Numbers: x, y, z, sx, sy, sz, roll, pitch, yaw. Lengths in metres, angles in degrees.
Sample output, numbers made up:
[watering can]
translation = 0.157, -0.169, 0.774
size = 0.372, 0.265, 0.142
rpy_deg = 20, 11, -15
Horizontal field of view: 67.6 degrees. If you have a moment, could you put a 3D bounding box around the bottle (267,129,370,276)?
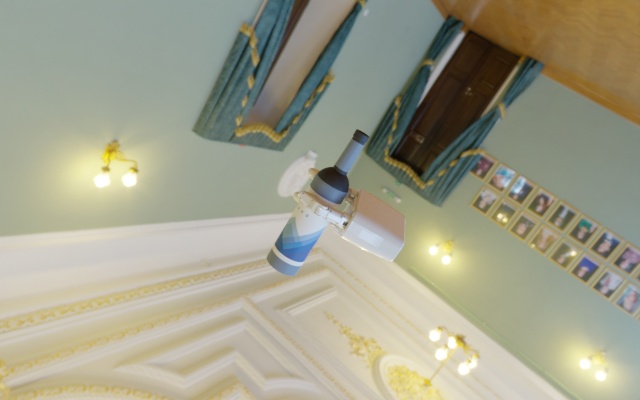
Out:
[bottle]
translation = 0.000, 0.003, 0.872
size = 0.069, 0.296, 0.069
rpy_deg = 29, 16, -9
